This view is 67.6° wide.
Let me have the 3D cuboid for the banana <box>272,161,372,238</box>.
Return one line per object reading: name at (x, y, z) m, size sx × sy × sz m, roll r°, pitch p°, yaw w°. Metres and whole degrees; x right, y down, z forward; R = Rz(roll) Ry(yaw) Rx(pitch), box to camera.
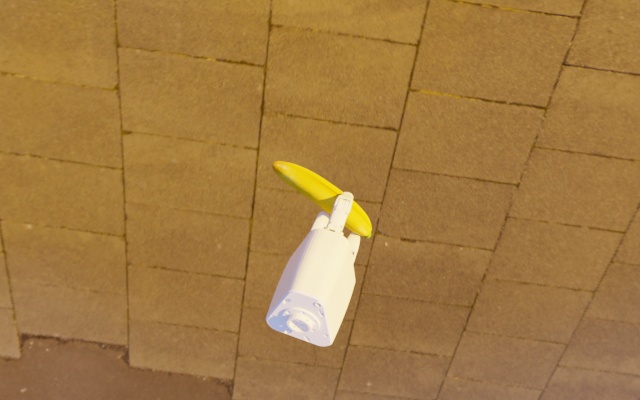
banana at (0.010, 0.000, 0.734) m, size 0.198 × 0.037 × 0.070 m, roll 39°, pitch -25°, yaw -9°
